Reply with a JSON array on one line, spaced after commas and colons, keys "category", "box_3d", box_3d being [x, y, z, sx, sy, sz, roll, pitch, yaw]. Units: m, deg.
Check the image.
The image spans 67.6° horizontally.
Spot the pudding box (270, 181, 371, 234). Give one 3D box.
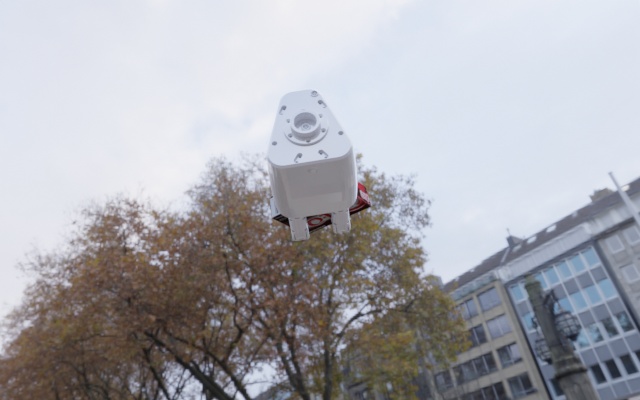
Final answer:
[{"category": "pudding box", "box_3d": [0.000, 0.002, 0.658, 0.113, 0.039, 0.090, -23, -30, 23]}]
